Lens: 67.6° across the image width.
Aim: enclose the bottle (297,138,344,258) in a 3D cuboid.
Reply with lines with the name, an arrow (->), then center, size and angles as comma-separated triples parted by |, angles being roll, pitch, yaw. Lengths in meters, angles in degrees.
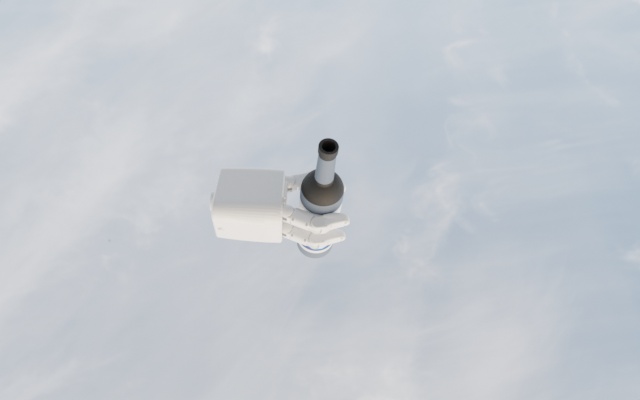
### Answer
bottle -> 0.000, 0.003, 0.752 | 0.069, 0.069, 0.296 | 0, -30, -5
